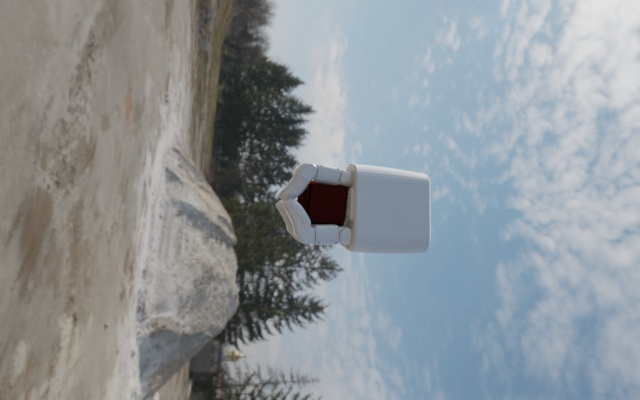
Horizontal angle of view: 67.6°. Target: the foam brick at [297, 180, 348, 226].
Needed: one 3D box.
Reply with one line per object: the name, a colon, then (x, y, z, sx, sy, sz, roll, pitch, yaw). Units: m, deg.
foam brick: (0.000, 0.002, 0.641, 0.051, 0.053, 0.078, 5, 7, -13)
